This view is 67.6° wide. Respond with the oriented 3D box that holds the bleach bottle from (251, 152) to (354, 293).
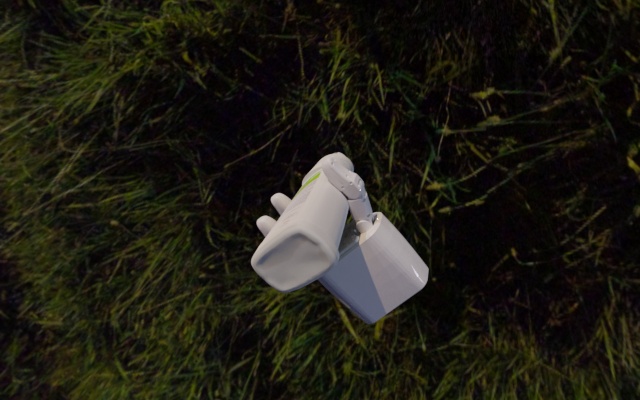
[{"bbox_3d":[0.000,0.002,0.607,0.102,0.068,0.250,-35,16,32],"label":"bleach bottle"}]
